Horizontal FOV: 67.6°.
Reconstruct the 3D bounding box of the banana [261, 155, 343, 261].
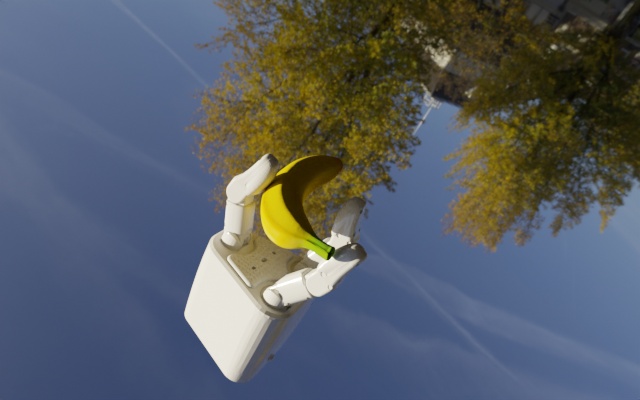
[{"bbox_3d":[-0.017,-0.004,0.452,0.069,0.037,0.197,23,27,-6],"label":"banana"}]
